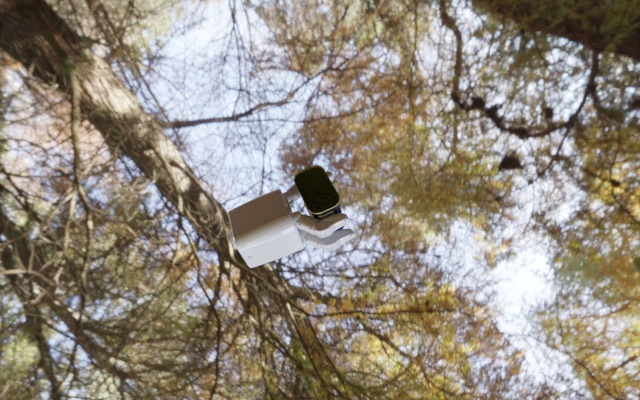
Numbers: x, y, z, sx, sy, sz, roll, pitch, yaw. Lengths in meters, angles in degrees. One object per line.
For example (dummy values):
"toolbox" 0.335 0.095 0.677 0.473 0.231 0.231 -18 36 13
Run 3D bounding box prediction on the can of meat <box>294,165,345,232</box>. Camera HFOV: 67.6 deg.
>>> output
"can of meat" 0.000 0.003 0.845 0.057 0.102 0.084 -25 -37 -5
